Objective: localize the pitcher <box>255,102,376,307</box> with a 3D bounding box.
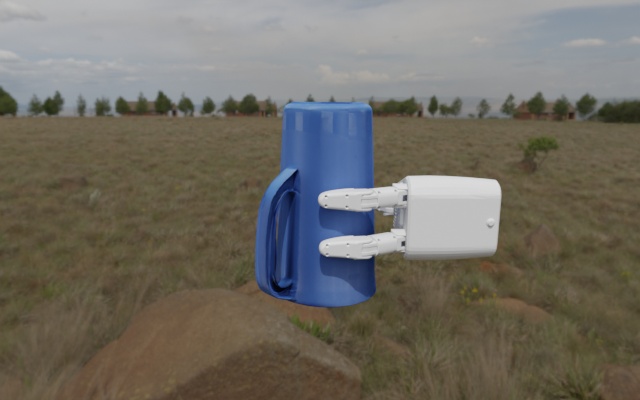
[{"bbox_3d":[0.000,0.002,0.591,0.145,0.243,0.149,1,11,2],"label":"pitcher"}]
